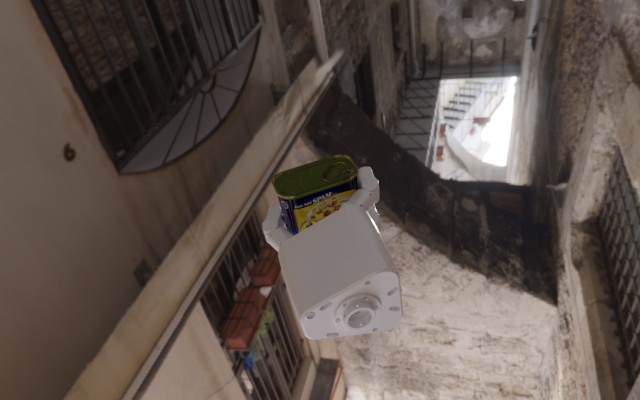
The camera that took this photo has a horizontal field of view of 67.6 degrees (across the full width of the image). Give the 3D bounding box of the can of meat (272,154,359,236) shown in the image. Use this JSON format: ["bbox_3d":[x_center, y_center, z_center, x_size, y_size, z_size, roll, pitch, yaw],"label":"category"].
[{"bbox_3d":[0.000,0.002,0.587,0.102,0.084,0.057,-19,37,-9],"label":"can of meat"}]
